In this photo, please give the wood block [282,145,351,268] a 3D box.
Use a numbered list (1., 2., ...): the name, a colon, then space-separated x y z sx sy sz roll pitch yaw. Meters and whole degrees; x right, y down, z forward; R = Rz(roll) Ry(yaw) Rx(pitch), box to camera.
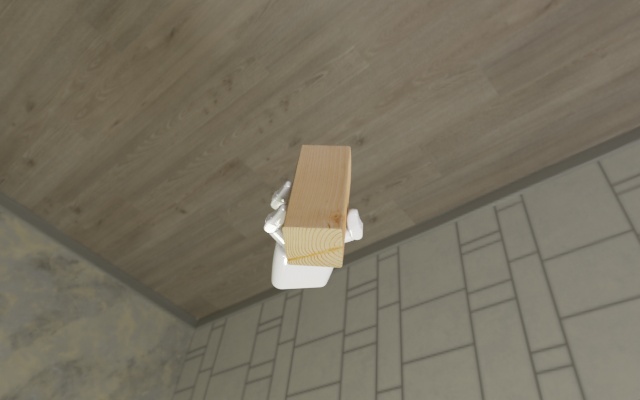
1. wood block: 0.000 0.003 0.800 0.091 0.090 0.206 2 43 6
